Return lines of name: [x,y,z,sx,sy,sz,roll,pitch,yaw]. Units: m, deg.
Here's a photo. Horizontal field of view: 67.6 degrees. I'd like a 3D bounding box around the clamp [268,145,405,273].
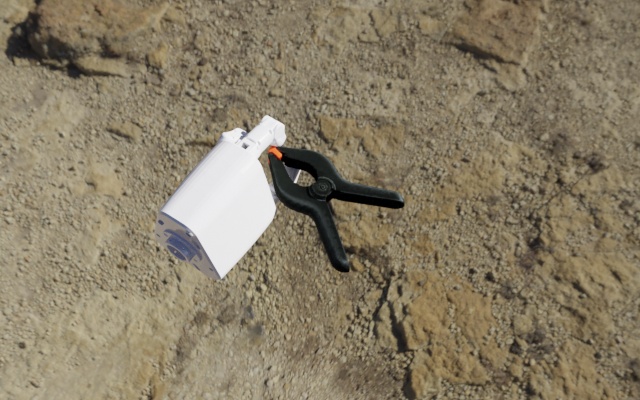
clamp: [0.000,0.001,0.555,0.171,0.120,0.039,29,-31,10]
